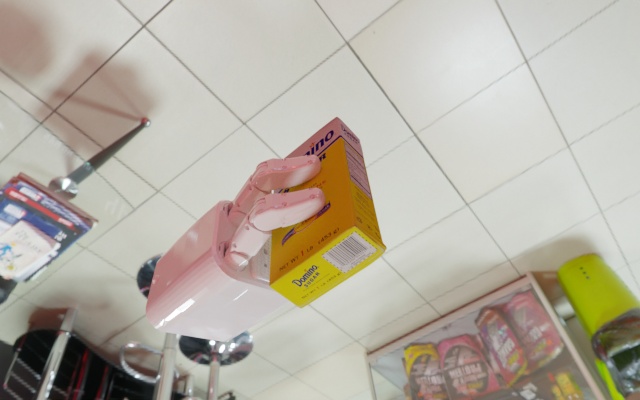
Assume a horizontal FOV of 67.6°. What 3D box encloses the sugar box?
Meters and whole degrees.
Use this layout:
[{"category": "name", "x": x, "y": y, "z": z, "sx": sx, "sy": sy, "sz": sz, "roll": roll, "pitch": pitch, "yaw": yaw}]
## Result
[{"category": "sugar box", "x": 0.000, "y": 0.001, "z": 0.438, "sx": 0.093, "sy": 0.176, "sz": 0.048, "roll": -37, "pitch": -57, "yaw": 21}]
